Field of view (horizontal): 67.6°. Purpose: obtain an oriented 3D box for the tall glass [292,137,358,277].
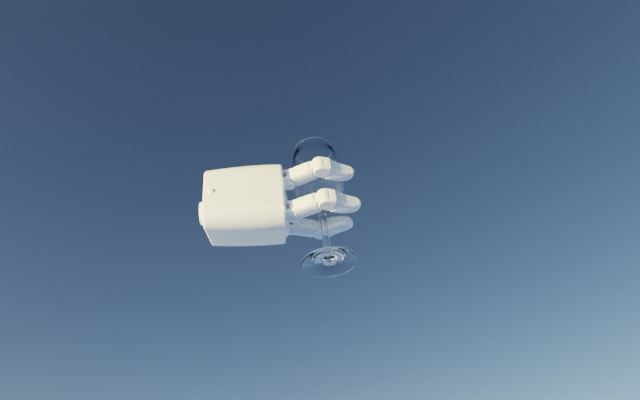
[{"bbox_3d":[0.000,0.003,0.676,0.079,0.200,0.079,-5,-37,-4],"label":"tall glass"}]
